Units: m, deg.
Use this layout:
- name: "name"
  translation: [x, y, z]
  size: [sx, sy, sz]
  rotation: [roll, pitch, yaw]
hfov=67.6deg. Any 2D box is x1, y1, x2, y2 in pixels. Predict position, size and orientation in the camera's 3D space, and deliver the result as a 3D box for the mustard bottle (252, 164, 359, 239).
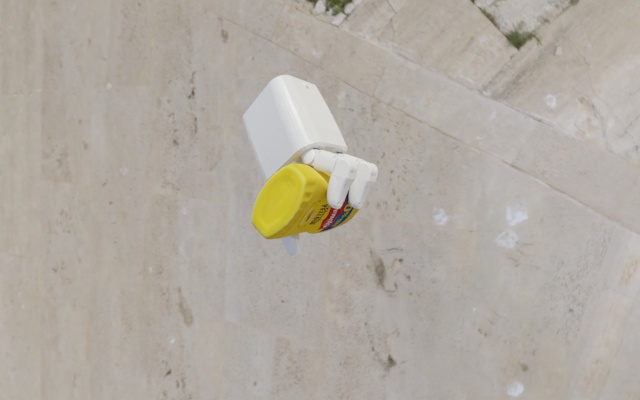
- name: "mustard bottle"
  translation: [0.000, 0.002, 0.628]
  size: [0.058, 0.096, 0.191]
  rotation: [43, 22, 25]
